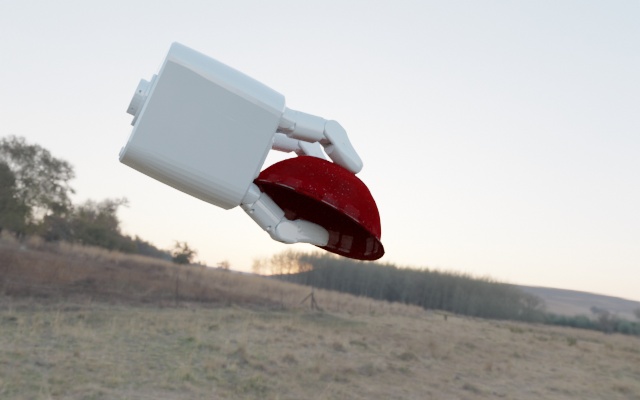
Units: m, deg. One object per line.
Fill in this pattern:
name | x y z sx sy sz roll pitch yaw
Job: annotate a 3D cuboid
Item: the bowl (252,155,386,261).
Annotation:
bowl | 0.001 0.002 0.491 0.162 0.055 0.162 23 -19 9
